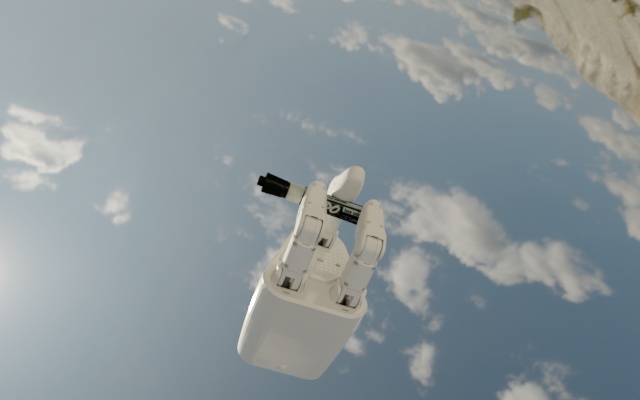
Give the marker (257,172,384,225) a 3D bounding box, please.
[{"bbox_3d":[0.000,0.001,0.440,0.121,0.020,0.020,19,-3,-9],"label":"marker"}]
